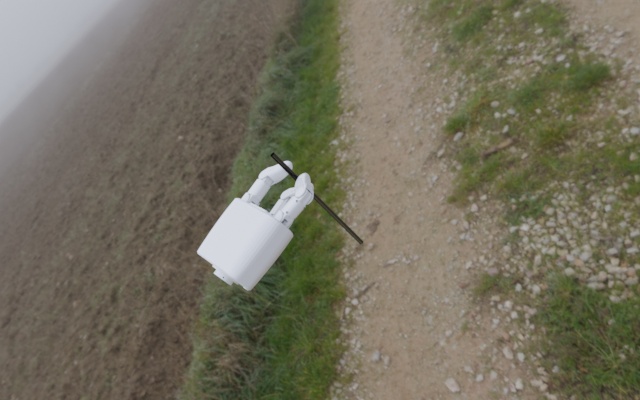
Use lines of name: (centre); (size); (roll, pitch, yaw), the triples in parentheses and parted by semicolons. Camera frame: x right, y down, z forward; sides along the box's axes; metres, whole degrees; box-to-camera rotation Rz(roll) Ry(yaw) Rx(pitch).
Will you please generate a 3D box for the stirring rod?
stirring rod: (0.000, 0.003, 0.782); (0.011, 0.011, 0.240); (0, -37, 49)
